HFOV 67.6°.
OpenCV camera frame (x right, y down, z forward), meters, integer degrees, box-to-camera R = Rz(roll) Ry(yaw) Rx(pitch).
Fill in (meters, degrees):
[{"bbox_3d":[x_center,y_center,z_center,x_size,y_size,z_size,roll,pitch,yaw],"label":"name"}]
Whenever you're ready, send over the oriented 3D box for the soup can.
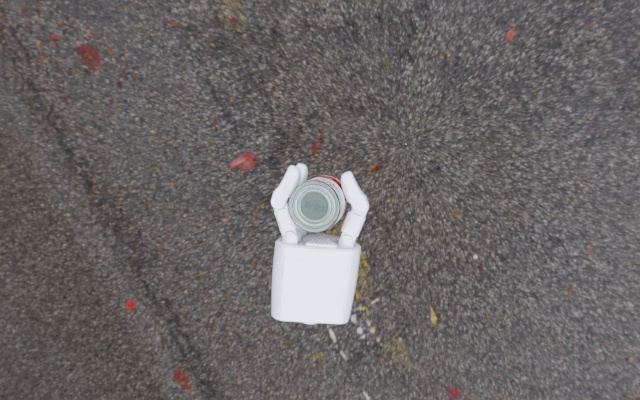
[{"bbox_3d":[0.000,0.002,0.638,0.068,0.068,0.102,0,7,10],"label":"soup can"}]
